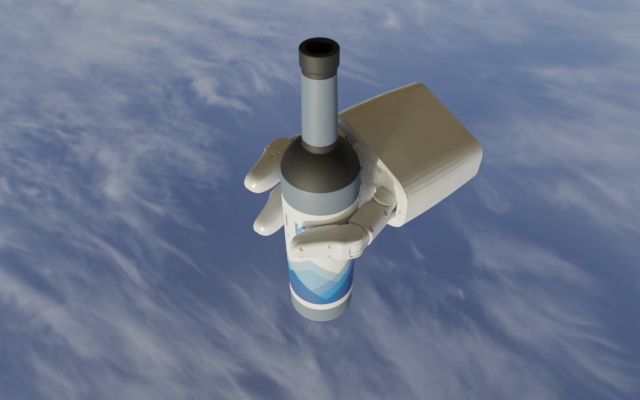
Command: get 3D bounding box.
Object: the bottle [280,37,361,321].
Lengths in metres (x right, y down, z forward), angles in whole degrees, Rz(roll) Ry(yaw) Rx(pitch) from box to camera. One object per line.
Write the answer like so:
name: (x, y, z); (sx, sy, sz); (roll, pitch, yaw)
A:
bottle: (0.000, 0.002, 0.418); (0.069, 0.069, 0.296); (0, -44, 0)
